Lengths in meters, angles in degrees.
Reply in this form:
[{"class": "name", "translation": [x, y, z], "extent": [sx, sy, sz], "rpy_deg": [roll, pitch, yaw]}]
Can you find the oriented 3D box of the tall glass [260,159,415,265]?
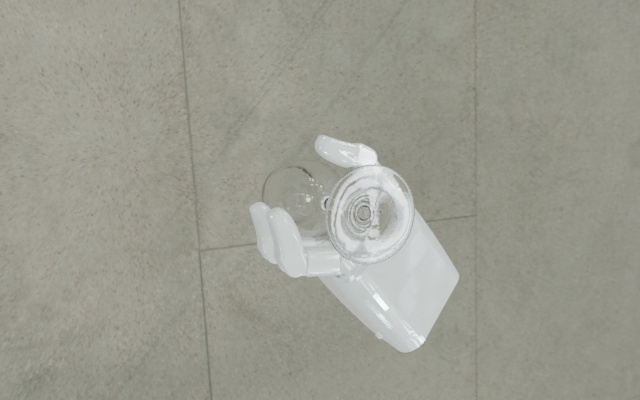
[{"class": "tall glass", "translation": [0.000, 0.001, 0.440], "extent": [0.079, 0.079, 0.201], "rpy_deg": [0, 6, -23]}]
